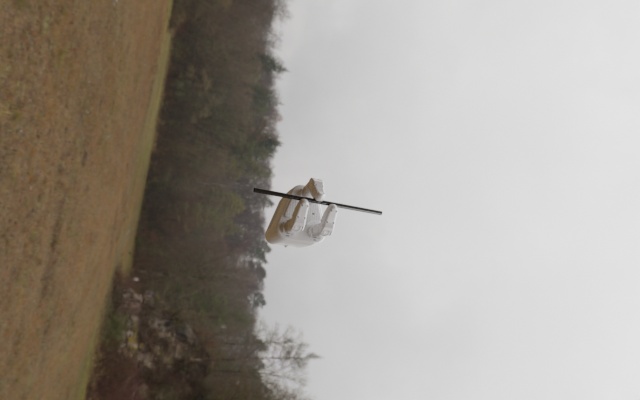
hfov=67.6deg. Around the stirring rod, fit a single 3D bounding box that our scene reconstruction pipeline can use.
[{"bbox_3d":[0.000,0.003,0.841,0.239,0.011,0.011,11,-4,-19],"label":"stirring rod"}]
